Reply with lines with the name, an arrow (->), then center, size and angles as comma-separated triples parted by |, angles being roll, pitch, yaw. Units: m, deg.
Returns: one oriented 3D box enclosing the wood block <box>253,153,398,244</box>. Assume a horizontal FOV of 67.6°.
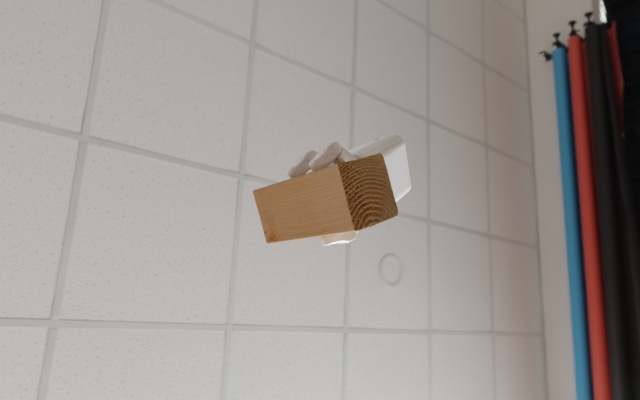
wood block -> 0.000, 0.003, 0.702 | 0.090, 0.091, 0.206 | -17, 2, -40
